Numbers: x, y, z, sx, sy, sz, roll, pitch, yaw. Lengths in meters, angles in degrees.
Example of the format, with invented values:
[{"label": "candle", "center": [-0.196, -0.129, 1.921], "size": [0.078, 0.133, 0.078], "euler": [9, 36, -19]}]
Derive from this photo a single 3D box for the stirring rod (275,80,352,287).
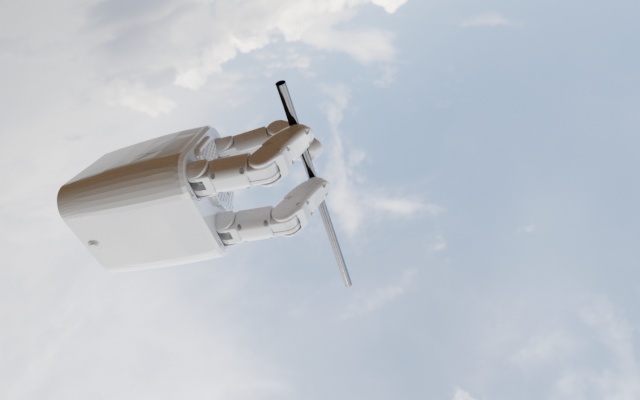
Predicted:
[{"label": "stirring rod", "center": [0.000, 0.001, 0.425], "size": [0.011, 0.240, 0.011], "euler": [-11, 41, 9]}]
